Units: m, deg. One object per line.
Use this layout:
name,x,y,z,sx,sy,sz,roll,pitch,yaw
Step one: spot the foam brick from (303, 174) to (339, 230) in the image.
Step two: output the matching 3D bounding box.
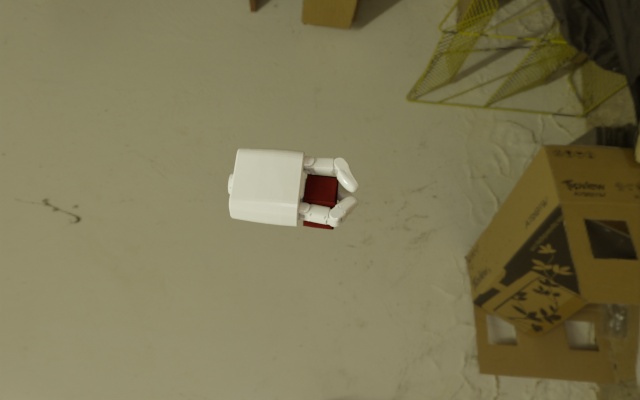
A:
foam brick,0.000,0.003,0.766,0.051,0.053,0.078,5,-37,1
